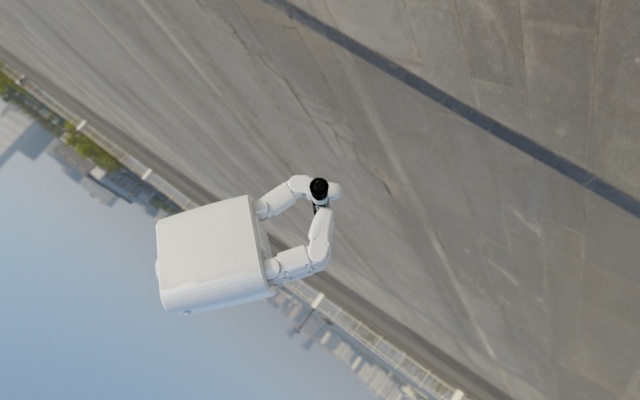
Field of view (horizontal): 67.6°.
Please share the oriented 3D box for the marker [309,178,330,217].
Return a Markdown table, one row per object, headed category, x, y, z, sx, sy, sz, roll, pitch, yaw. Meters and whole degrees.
| category | x | y | z | sx | sy | sz | roll | pitch | yaw |
| --- | --- | --- | --- | --- | --- | --- | --- | --- | --- |
| marker | 0.000 | 0.002 | 0.507 | 0.020 | 0.020 | 0.121 | 0 | -16 | 2 |
